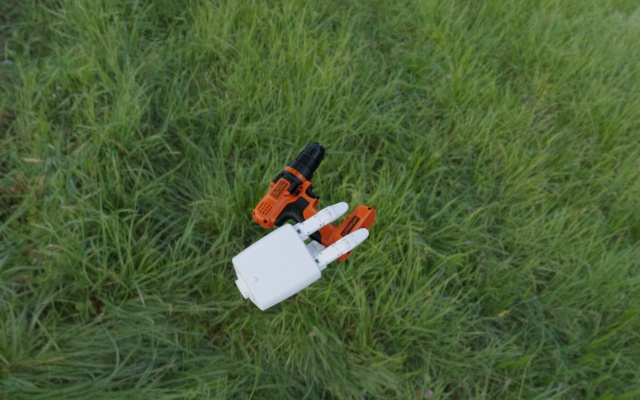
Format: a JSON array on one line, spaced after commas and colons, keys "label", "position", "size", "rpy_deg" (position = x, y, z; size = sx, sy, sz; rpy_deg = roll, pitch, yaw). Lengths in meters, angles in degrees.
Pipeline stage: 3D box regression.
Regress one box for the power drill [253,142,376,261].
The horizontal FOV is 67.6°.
[{"label": "power drill", "position": [0.000, 0.003, 0.835], "size": [0.187, 0.184, 0.057], "rpy_deg": [32, -13, 22]}]
